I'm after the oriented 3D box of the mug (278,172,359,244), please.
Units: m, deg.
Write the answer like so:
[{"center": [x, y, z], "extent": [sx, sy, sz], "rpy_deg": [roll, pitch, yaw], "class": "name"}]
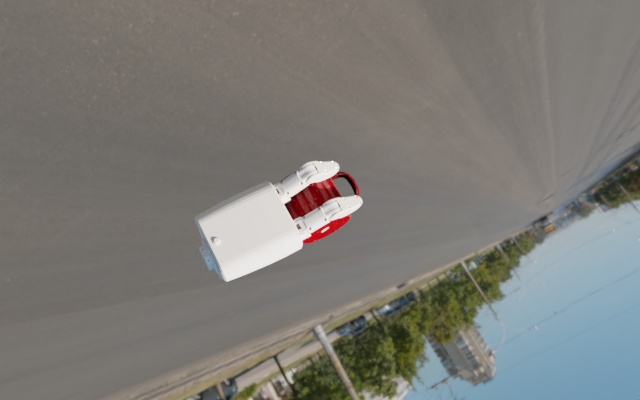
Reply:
[{"center": [0.001, 0.002, 0.666], "extent": [0.117, 0.081, 0.093], "rpy_deg": [-25, -16, -15], "class": "mug"}]
